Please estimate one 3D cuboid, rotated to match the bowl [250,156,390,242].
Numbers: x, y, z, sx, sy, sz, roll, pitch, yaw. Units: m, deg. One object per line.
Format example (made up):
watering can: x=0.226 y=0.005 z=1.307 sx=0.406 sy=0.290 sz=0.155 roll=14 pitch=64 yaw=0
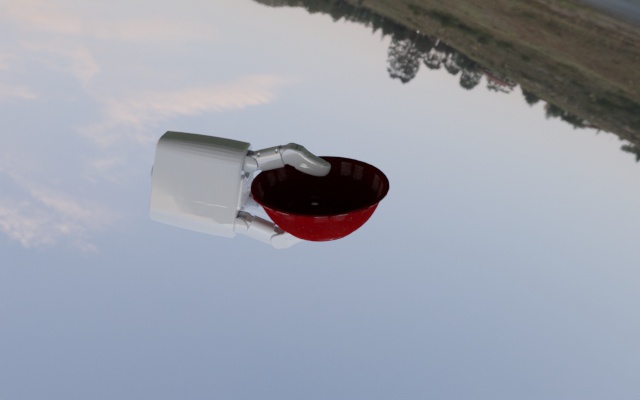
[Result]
bowl: x=0.001 y=0.002 z=0.566 sx=0.162 sy=0.055 sz=0.162 roll=-2 pitch=28 yaw=1
